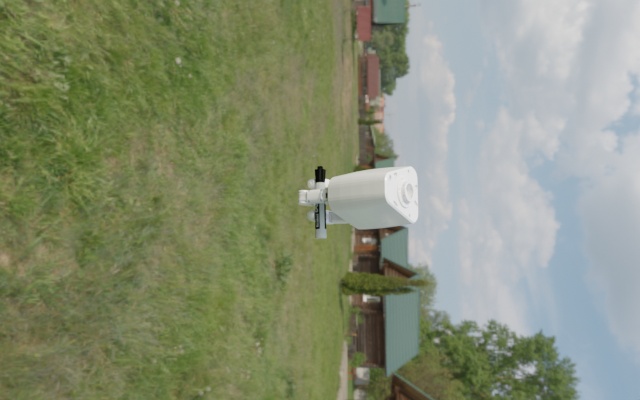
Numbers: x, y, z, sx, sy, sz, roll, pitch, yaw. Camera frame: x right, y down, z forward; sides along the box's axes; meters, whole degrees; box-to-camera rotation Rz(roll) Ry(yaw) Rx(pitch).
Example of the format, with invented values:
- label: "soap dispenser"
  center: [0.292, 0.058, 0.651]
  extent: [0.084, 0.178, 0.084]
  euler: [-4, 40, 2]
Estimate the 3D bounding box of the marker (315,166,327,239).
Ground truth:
- label: "marker"
  center: [0.000, 0.003, 0.794]
  extent: [0.020, 0.121, 0.020]
  euler: [0, -8, 0]
